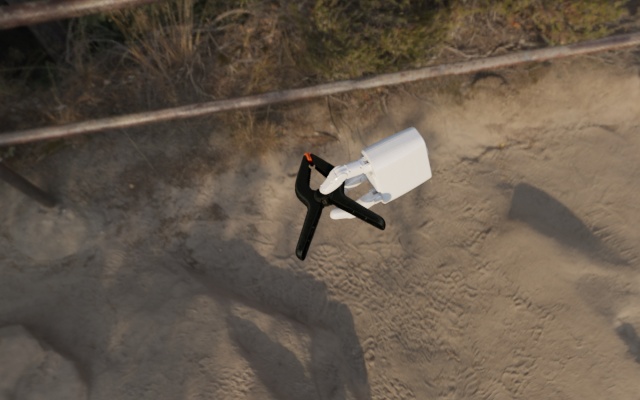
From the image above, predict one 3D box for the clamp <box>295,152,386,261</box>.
[{"bbox_3d":[0.000,0.002,0.871,0.164,0.210,0.036,-26,-30,-5],"label":"clamp"}]
